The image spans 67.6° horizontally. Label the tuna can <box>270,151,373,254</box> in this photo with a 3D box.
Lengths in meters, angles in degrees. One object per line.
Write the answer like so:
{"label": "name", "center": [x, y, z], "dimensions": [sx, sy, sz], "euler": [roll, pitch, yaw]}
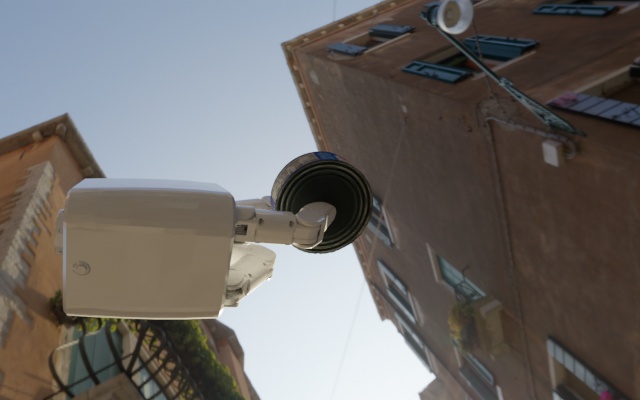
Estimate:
{"label": "tuna can", "center": [0.000, 0.001, 0.417], "dimensions": [0.086, 0.086, 0.033], "euler": [0, 21, -16]}
